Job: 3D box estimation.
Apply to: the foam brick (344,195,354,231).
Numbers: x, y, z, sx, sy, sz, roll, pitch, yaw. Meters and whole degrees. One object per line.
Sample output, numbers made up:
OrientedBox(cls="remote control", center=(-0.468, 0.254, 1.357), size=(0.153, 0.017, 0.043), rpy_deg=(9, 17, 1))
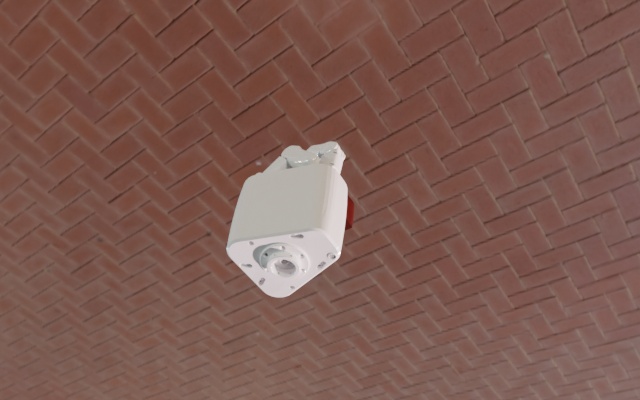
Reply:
OrientedBox(cls="foam brick", center=(0.000, 0.002, 0.589), size=(0.053, 0.078, 0.051), rpy_deg=(-25, 32, 22))
